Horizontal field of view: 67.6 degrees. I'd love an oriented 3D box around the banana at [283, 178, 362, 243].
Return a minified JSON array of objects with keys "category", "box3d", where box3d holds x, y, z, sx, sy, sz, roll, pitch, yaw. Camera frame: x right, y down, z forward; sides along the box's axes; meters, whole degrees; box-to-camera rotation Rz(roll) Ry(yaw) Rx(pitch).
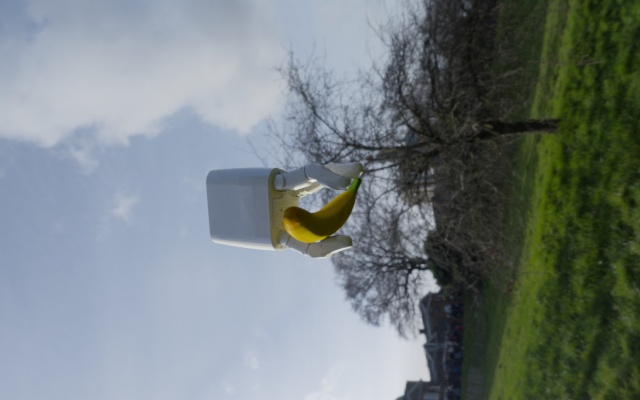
[{"category":"banana","box3d":[0.000,0.019,0.612,0.037,0.070,0.197,11,18,23]}]
